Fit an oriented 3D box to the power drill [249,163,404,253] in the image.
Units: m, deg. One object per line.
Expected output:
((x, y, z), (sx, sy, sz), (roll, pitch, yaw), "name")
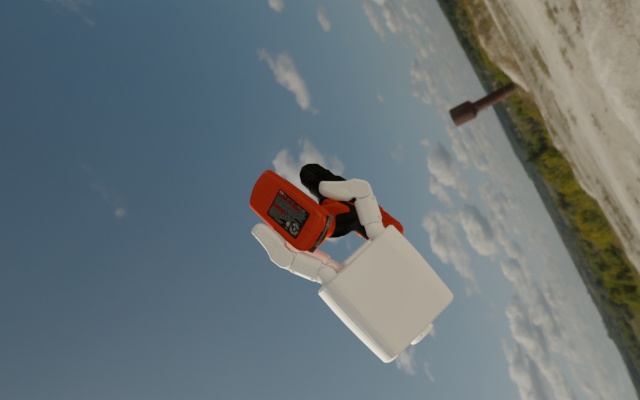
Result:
((0.000, 0.002, 0.614), (0.184, 0.057, 0.187), (37, 21, 29), "power drill")
